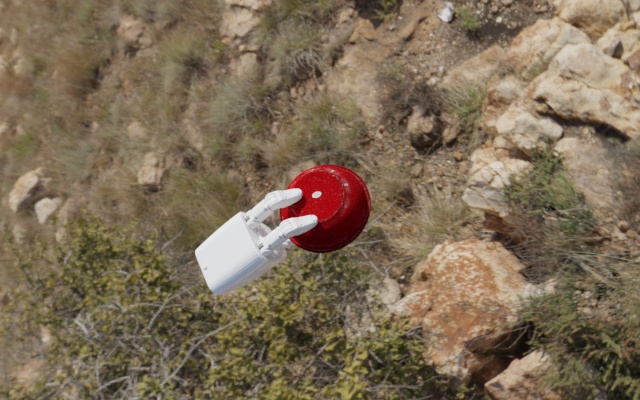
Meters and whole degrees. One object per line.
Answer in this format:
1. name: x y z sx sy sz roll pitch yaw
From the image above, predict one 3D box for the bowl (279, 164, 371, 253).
1. bowl: 0.001 0.001 0.791 0.162 0.162 0.055 0 -22 16
